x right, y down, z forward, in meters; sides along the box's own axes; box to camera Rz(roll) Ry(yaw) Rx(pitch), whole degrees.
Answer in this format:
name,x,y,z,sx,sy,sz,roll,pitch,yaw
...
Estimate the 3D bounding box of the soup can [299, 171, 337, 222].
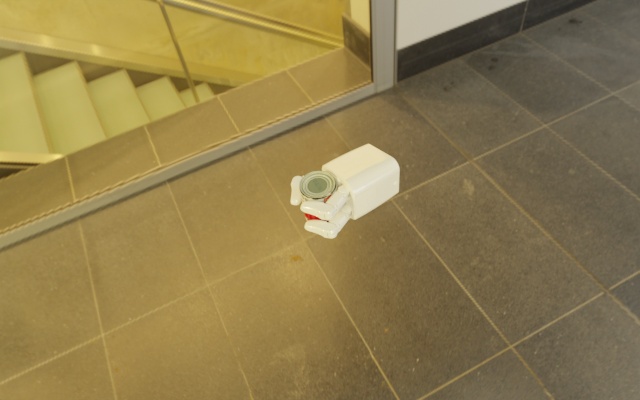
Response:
name,x,y,z,sx,sy,sz,roll,pitch,yaw
soup can,0.000,0.003,0.878,0.068,0.068,0.102,0,-39,8
